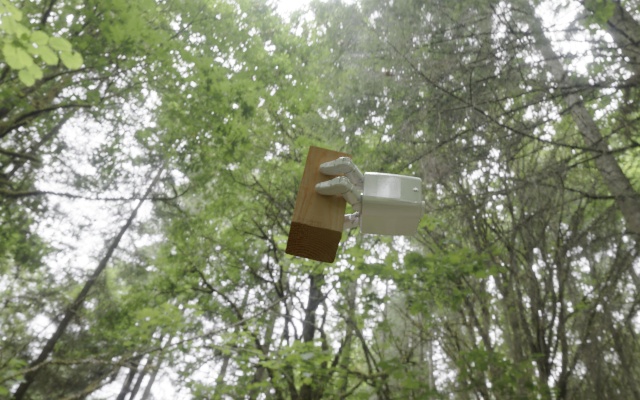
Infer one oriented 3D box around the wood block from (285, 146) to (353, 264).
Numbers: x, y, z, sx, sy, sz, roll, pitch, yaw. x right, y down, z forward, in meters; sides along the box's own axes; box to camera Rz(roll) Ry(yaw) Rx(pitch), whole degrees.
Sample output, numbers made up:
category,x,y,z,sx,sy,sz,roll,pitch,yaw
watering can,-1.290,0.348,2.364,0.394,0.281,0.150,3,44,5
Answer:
category,x,y,z,sx,sy,sz,roll,pitch,yaw
wood block,0.001,0.003,0.889,0.090,0.091,0.206,12,44,-1
